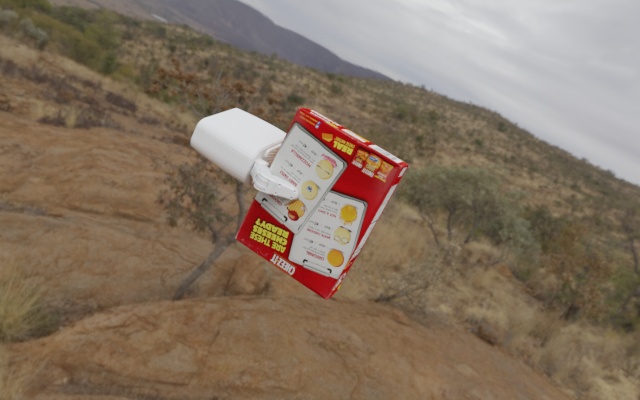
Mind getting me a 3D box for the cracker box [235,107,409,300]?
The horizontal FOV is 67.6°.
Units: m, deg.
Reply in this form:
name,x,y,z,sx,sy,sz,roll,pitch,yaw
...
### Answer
name,x,y,z,sx,sy,sz,roll,pitch,yaw
cracker box,0.000,0.002,0.674,0.164,0.214,0.072,32,16,15
